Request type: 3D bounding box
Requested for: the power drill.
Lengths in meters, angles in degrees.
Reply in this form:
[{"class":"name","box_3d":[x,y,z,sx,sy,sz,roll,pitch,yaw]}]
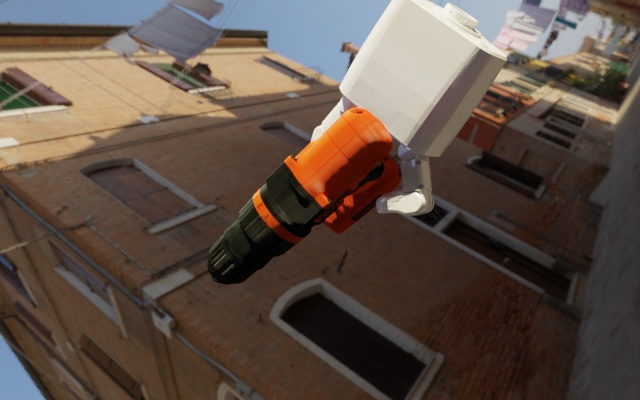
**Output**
[{"class":"power drill","box_3d":[0.000,0.001,0.438,0.184,0.057,0.187,-41,-9,15]}]
